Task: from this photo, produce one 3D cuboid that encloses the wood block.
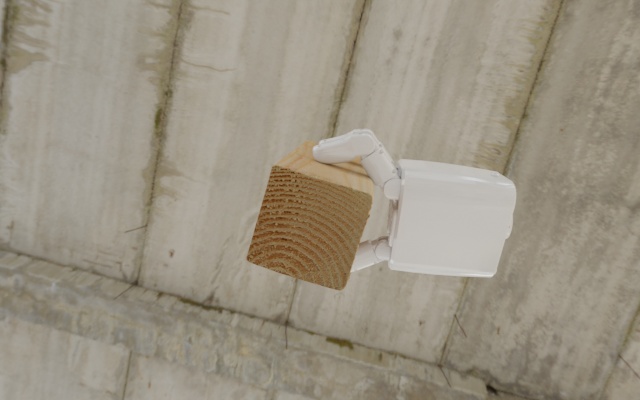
[{"bbox_3d":[0.000,0.002,0.495,0.090,0.091,0.206,17,14,2],"label":"wood block"}]
